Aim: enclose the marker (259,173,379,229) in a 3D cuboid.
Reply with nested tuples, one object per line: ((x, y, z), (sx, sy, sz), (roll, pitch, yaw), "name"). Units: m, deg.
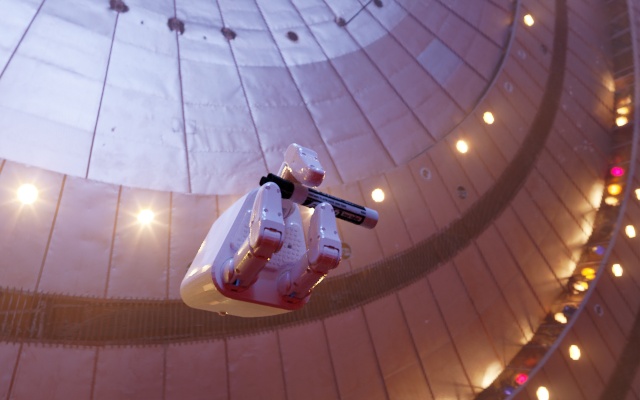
((0.000, 0.001, 0.435), (0.121, 0.020, 0.020), (19, -9, -27), "marker")
